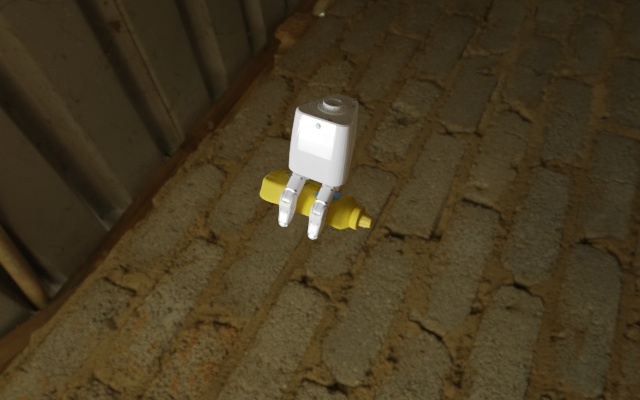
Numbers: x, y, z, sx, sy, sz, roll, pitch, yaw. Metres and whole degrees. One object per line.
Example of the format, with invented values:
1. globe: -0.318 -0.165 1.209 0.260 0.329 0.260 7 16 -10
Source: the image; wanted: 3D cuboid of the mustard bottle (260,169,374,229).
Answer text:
1. mustard bottle: 0.000 0.003 0.815 0.191 0.058 0.096 21 14 18
